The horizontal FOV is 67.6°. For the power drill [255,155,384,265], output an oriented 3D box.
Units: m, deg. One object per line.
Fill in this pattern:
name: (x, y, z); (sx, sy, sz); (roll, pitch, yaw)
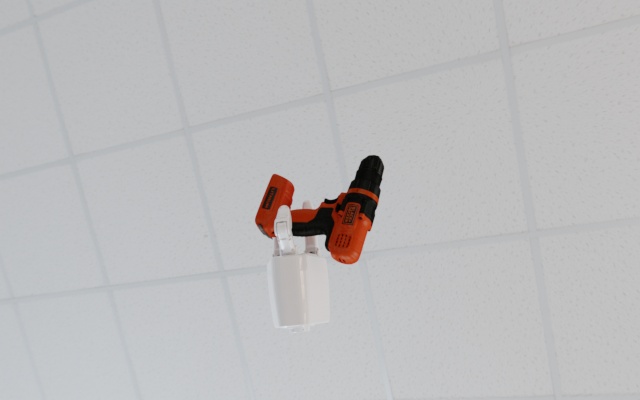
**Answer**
power drill: (0.000, 0.003, 0.762); (0.187, 0.184, 0.057); (6, -28, 28)
